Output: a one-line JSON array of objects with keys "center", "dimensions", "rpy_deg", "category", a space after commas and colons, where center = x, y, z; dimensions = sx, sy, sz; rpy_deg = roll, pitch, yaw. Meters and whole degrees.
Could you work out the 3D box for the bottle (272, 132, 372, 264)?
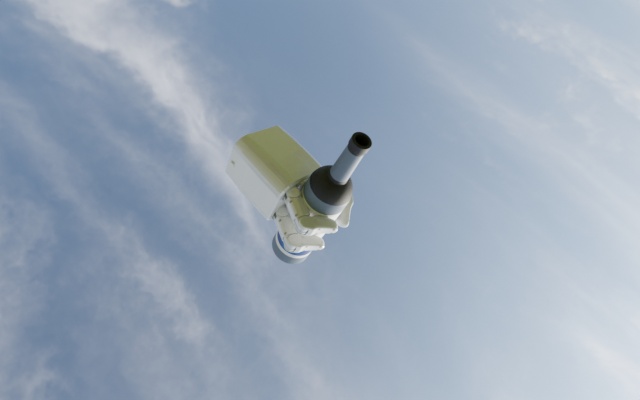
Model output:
[{"center": [0.000, 0.002, 0.703], "dimensions": [0.069, 0.069, 0.296], "rpy_deg": [0, -31, -24], "category": "bottle"}]
